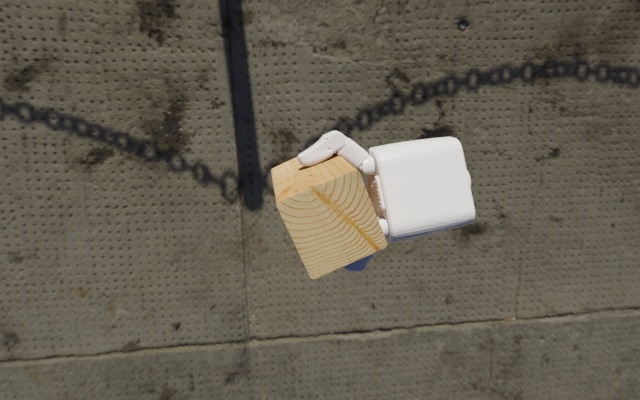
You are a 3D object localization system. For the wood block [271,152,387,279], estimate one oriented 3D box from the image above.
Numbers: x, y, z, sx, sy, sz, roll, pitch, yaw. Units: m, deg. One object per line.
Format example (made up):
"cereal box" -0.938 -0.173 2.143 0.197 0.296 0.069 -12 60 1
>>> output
"wood block" 0.000 0.001 0.575 0.090 0.091 0.206 -23 15 -2
